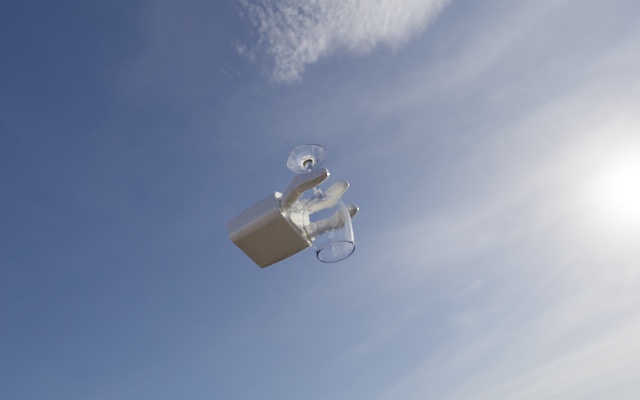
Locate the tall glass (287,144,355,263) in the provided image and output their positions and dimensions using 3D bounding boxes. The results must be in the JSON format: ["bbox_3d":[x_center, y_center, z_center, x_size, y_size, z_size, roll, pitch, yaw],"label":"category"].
[{"bbox_3d":[0.000,0.002,0.793,0.079,0.201,0.079,-12,-36,-9],"label":"tall glass"}]
